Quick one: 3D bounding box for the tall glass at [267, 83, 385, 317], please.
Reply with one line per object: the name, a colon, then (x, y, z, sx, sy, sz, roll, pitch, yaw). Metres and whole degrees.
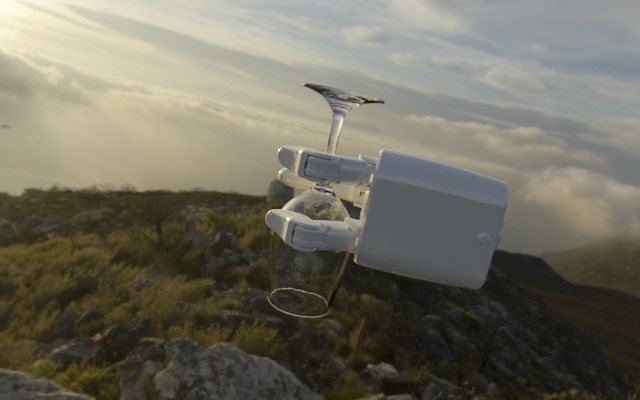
tall glass: (0.000, 0.001, 0.435, 0.079, 0.201, 0.079, 12, 10, -2)
